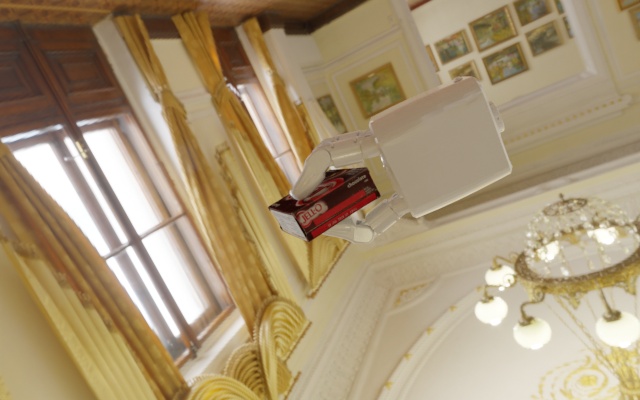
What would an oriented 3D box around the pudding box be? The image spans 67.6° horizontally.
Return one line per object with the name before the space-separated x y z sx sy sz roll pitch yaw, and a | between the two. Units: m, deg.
pudding box | 0.000 0.002 0.511 0.090 0.039 0.113 -31 9 -15
